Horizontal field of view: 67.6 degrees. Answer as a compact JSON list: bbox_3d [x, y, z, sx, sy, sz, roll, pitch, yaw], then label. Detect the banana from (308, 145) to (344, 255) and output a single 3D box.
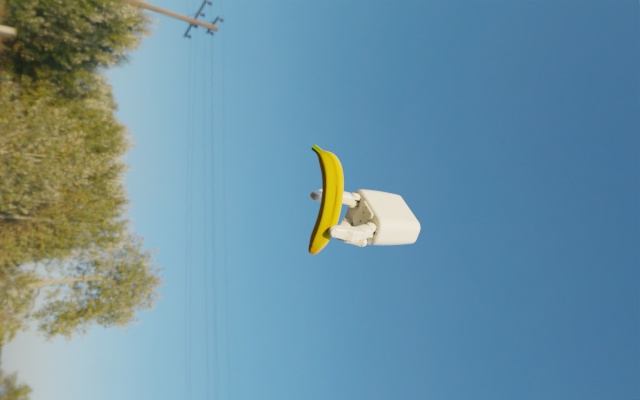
[{"bbox_3d":[0.011,0.000,0.842,0.037,0.198,0.069,4,-1,-33],"label":"banana"}]
